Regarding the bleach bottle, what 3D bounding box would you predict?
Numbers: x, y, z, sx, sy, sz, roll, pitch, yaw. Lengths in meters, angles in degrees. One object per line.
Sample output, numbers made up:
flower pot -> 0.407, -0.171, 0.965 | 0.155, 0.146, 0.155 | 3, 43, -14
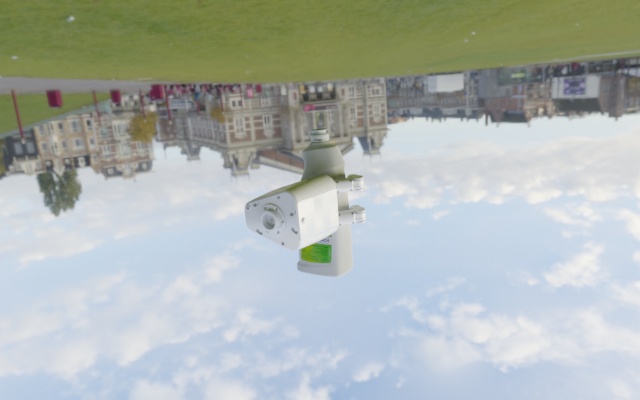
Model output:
bleach bottle -> 0.000, 0.003, 0.829 | 0.102, 0.251, 0.068 | 4, 16, 33
